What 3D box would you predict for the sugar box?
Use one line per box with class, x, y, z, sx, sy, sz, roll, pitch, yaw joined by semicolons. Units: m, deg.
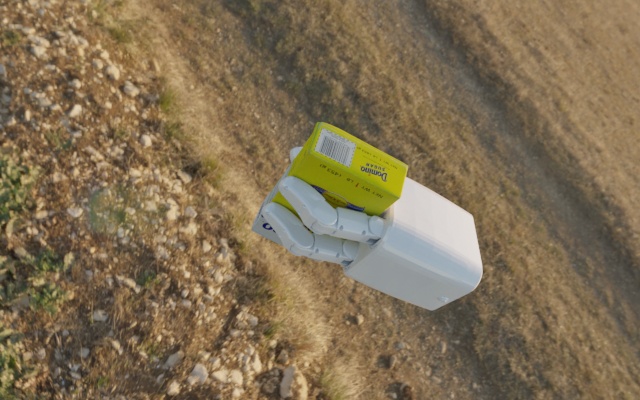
sugar box;0.000;0.002;0.482;0.093;0.048;0.176;26;-36;-11
